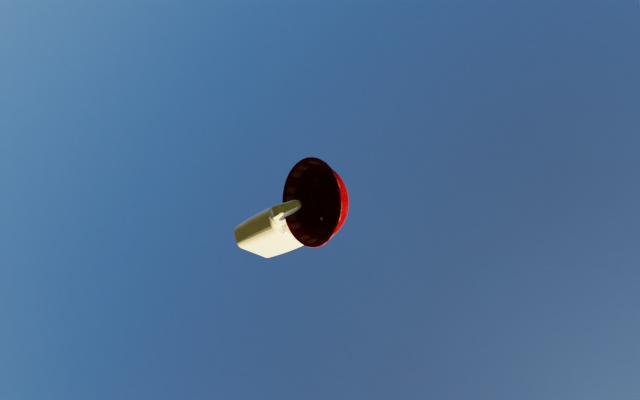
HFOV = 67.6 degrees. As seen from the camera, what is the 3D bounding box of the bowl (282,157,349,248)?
[{"bbox_3d":[0.001,0.003,0.867,0.055,0.162,0.162,-2,1,-41],"label":"bowl"}]
